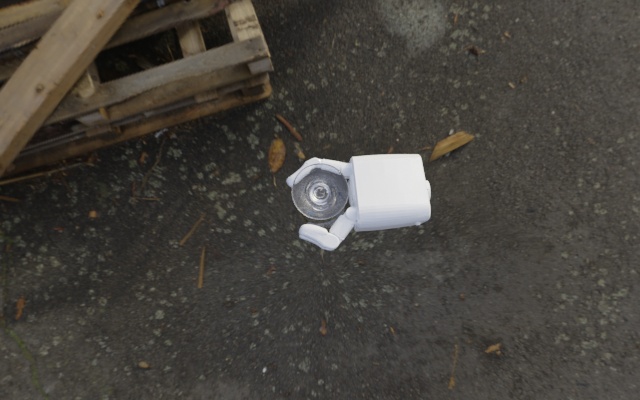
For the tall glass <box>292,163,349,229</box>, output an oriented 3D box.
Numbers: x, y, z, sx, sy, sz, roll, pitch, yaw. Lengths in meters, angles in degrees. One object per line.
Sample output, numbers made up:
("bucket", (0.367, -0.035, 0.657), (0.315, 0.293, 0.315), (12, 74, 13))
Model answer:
("tall glass", (0.000, 0.002, 0.714), (0.079, 0.079, 0.201), (0, -8, 0))
